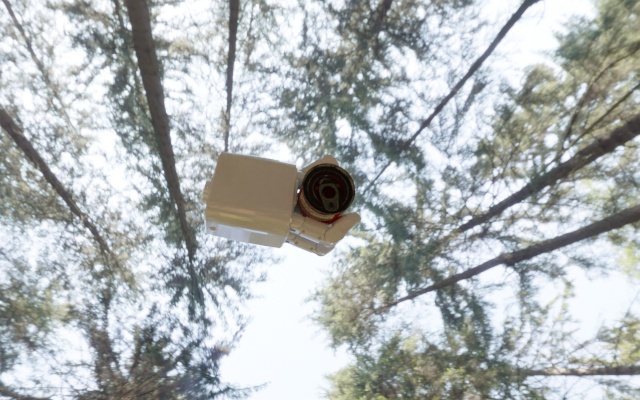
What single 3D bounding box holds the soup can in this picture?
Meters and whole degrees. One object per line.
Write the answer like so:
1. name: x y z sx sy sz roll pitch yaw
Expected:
1. soup can: 0.001 0.002 0.634 0.068 0.068 0.102 0 -20 -13
